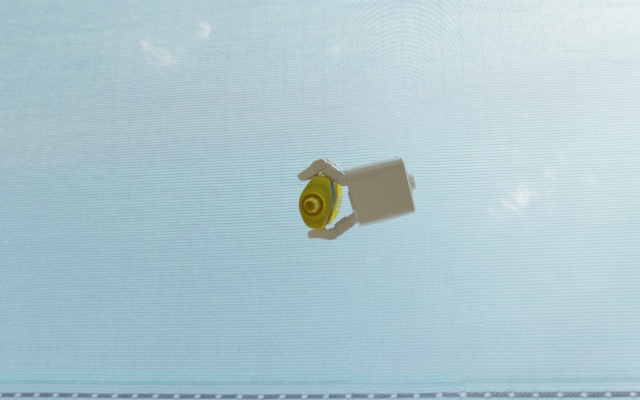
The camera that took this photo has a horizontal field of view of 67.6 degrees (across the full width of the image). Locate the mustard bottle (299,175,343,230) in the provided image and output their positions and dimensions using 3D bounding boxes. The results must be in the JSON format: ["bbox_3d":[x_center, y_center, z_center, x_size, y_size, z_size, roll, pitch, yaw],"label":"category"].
[{"bbox_3d":[0.000,0.003,0.866,0.058,0.096,0.191,11,6,9],"label":"mustard bottle"}]
